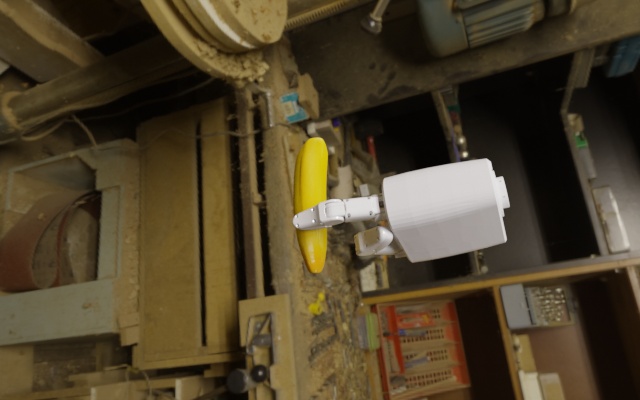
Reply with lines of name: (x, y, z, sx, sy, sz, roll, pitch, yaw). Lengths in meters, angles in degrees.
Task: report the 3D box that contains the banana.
banana: (-0.007, -0.012, 0.563, 0.037, 0.197, 0.070, -13, -44, 19)
